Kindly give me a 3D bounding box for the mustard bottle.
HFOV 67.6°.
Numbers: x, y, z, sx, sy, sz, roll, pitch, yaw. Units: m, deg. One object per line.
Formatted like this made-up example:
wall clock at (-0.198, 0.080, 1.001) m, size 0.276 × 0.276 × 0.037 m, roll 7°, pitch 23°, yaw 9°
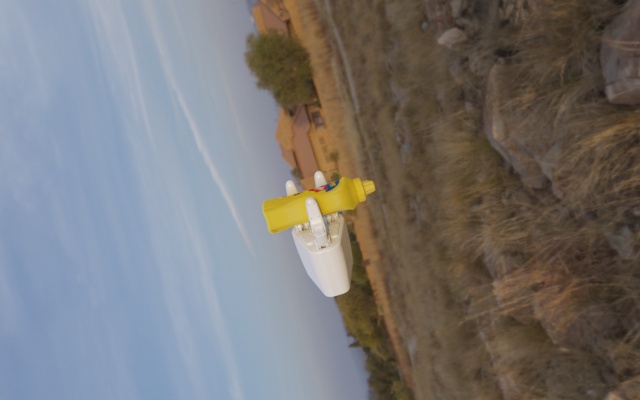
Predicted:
mustard bottle at (0.000, 0.002, 0.816) m, size 0.191 × 0.058 × 0.096 m, roll -16°, pitch 5°, yaw -1°
